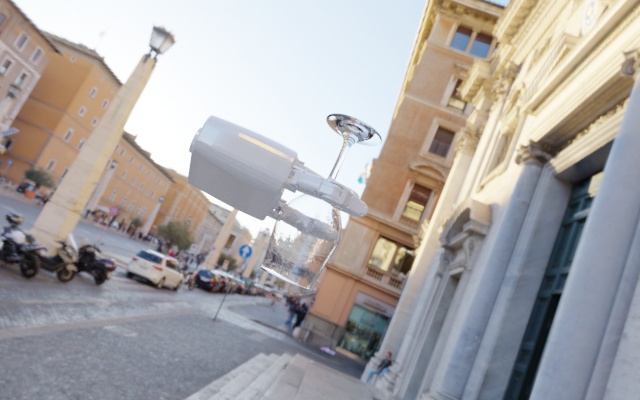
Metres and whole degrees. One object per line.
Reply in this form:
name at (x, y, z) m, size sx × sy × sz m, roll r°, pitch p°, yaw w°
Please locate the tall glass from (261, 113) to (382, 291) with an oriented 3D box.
tall glass at (0.001, 0.001, 0.565) m, size 0.079 × 0.201 × 0.079 m, roll 23°, pitch -11°, yaw 5°
